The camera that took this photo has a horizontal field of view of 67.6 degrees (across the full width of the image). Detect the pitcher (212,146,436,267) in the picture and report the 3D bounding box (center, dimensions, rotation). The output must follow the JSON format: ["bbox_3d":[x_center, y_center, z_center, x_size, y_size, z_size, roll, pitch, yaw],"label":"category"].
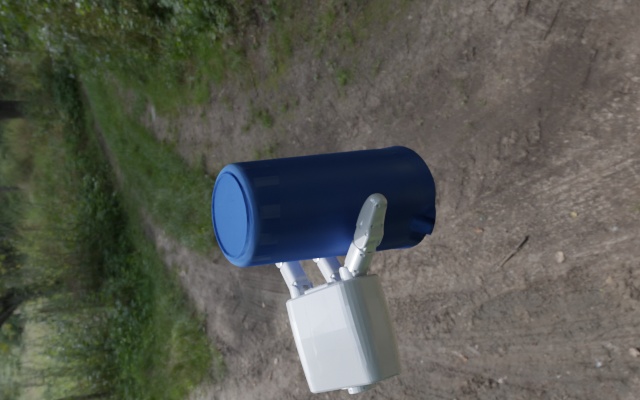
[{"bbox_3d":[0.000,0.002,0.560,0.243,0.145,0.149,-5,-16,-34],"label":"pitcher"}]
